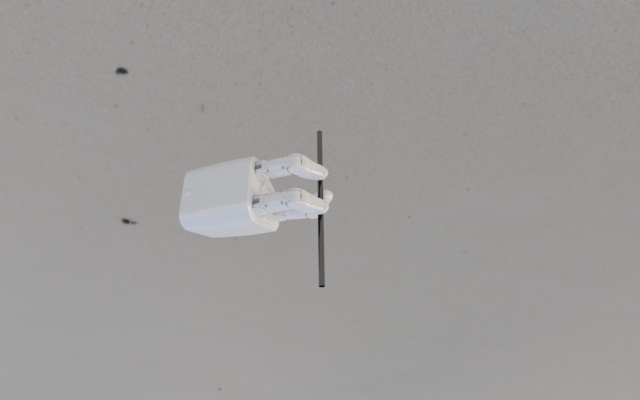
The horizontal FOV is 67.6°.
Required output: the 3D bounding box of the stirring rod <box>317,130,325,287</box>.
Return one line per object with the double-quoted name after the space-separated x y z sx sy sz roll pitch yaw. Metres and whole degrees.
0.000 0.002 0.649 0.011 0.239 0.011 -1 -30 0 "stirring rod"
